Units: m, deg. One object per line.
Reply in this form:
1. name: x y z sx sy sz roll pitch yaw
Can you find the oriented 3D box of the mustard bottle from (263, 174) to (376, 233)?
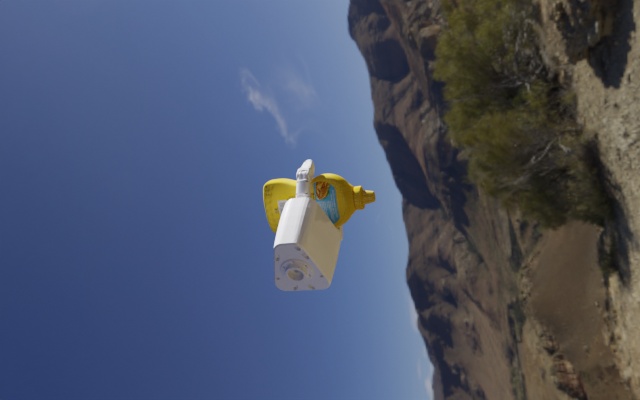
1. mustard bottle: 0.000 0.003 0.836 0.191 0.096 0.058 -6 13 15
